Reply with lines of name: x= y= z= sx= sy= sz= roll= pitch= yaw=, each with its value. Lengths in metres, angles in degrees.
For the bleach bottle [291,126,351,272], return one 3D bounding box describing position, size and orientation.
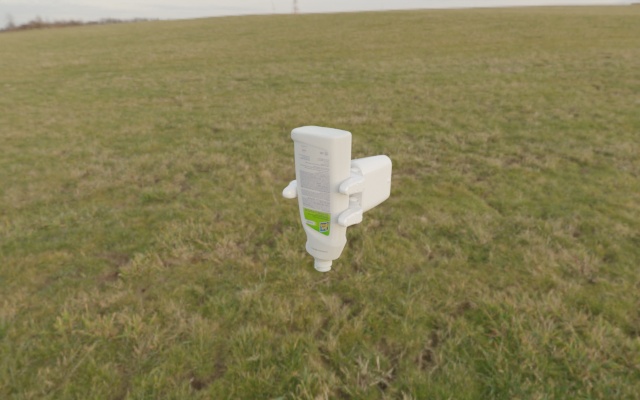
bleach bottle: x=0.000 y=0.003 z=0.833 sx=0.102 sy=0.251 sz=0.068 roll=15 pitch=23 yaw=34
